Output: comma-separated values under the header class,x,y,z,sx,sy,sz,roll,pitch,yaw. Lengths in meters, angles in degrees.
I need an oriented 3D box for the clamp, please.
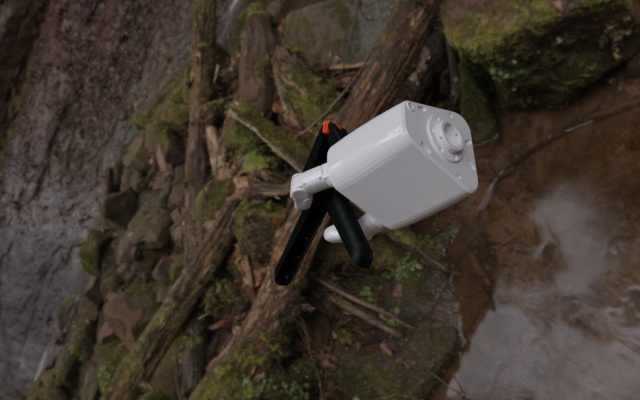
class,x,y,z,sx,sy,sz,roll,pitch,yaw
clamp,0.000,0.001,0.581,0.036,0.209,0.164,22,-34,-33
